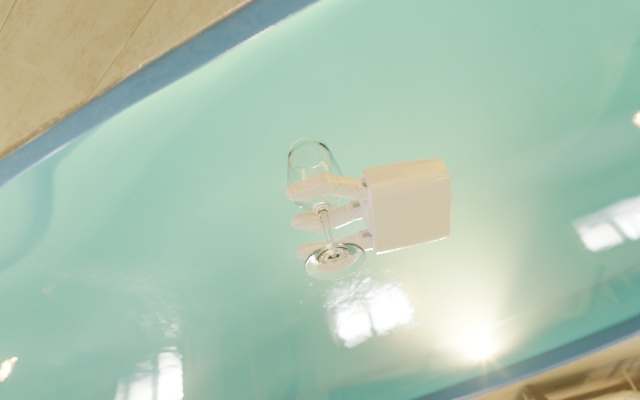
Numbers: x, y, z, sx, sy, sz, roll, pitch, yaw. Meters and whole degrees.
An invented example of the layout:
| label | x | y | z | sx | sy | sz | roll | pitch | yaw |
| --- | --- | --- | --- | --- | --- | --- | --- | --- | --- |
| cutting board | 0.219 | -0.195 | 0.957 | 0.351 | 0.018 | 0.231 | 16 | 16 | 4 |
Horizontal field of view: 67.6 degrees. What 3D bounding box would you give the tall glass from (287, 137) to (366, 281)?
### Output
| label | x | y | z | sx | sy | sz | roll | pitch | yaw |
| --- | --- | --- | --- | --- | --- | --- | --- | --- | --- |
| tall glass | 0.000 | 0.003 | 0.633 | 0.079 | 0.200 | 0.079 | -8 | -42 | -7 |
